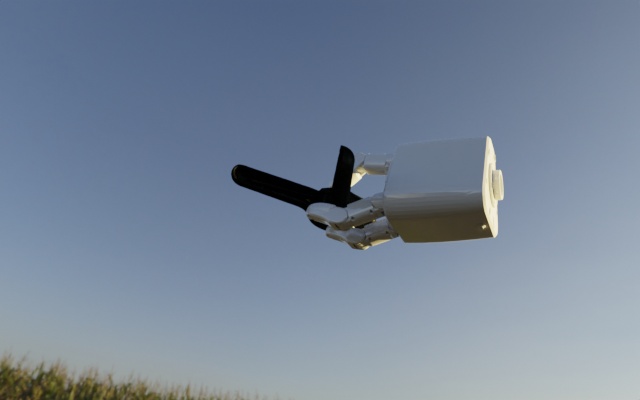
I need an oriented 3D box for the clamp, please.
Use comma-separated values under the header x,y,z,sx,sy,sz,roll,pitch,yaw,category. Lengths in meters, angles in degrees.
x,y,z,sx,sy,sz,roll,pitch,yaw,category
0.001,0.001,0.600,0.164,0.036,0.210,-1,-29,28,clamp
